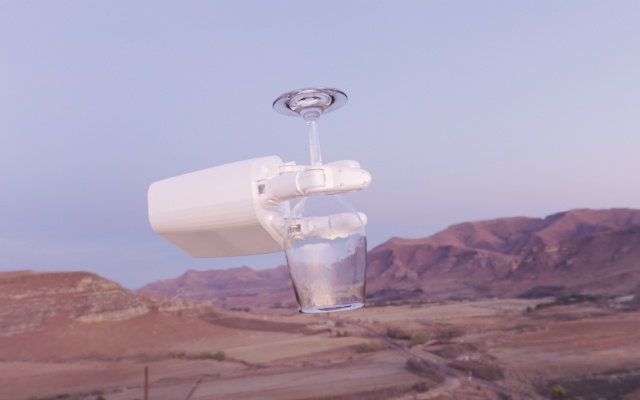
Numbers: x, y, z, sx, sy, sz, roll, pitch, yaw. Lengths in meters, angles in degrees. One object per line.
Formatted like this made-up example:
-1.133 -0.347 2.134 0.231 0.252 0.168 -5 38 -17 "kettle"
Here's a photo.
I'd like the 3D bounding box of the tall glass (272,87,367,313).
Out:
0.000 0.001 0.452 0.079 0.201 0.079 -6 -9 -1 "tall glass"
